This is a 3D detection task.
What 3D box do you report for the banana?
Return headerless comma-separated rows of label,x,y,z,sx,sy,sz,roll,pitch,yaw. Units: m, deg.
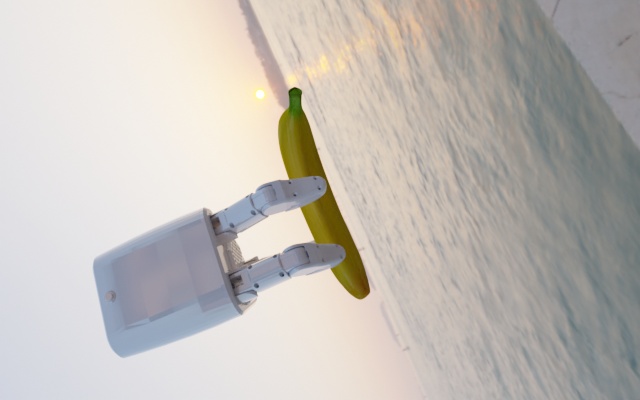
banana,-0.003,-0.002,0.449,0.037,0.198,0.069,-21,3,-5
